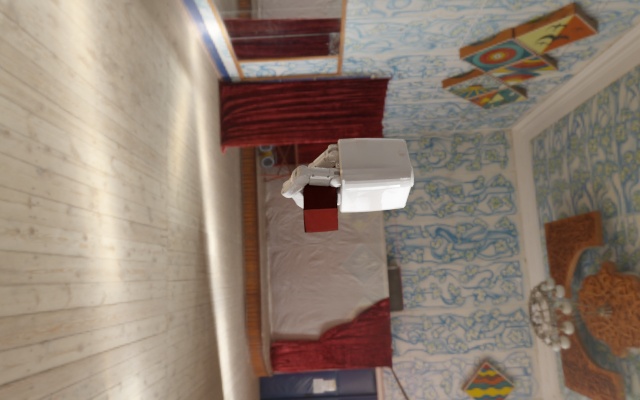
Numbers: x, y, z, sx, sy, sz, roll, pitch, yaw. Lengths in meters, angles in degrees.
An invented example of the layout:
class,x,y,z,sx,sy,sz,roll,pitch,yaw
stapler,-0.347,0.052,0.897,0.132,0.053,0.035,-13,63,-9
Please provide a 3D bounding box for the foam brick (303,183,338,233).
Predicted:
class,x,y,z,sx,sy,sz,roll,pitch,yaw
foam brick,0.000,0.003,0.722,0.051,0.078,0.053,-2,-43,0
